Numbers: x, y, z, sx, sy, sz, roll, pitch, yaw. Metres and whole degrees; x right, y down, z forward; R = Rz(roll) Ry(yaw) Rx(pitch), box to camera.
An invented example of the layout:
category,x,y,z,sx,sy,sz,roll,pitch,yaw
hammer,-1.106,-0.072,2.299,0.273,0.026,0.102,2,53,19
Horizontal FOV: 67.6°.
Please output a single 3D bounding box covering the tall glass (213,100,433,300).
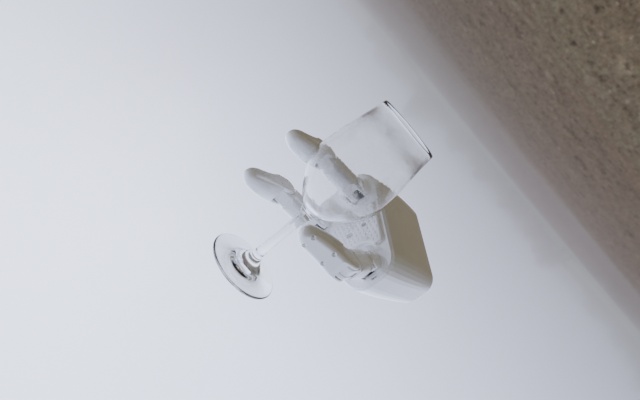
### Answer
category,x,y,z,sx,sy,sz,roll,pitch,yaw
tall glass,0.000,0.002,0.422,0.201,0.079,0.079,-40,-14,17
